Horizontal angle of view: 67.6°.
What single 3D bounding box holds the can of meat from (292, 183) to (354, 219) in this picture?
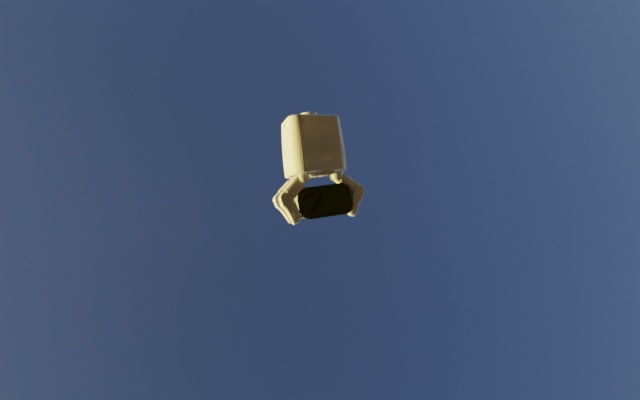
[{"bbox_3d":[0.000,0.003,0.888,0.102,0.057,0.084,-8,-1,-15],"label":"can of meat"}]
